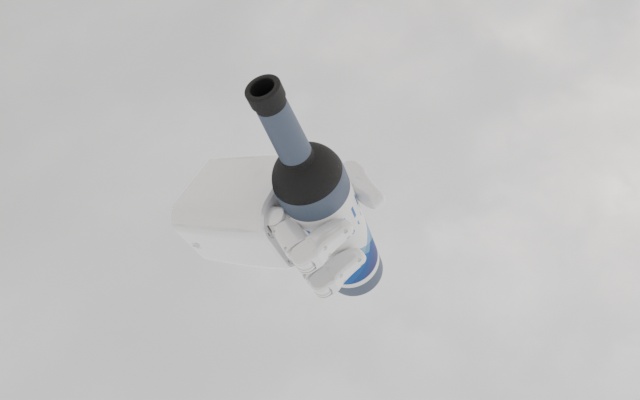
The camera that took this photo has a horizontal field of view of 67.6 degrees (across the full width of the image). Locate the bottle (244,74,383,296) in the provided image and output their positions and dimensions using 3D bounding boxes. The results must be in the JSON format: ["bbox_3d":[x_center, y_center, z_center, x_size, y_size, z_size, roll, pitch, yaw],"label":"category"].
[{"bbox_3d":[0.000,0.002,0.452,0.069,0.069,0.296,0,-34,20],"label":"bottle"}]
